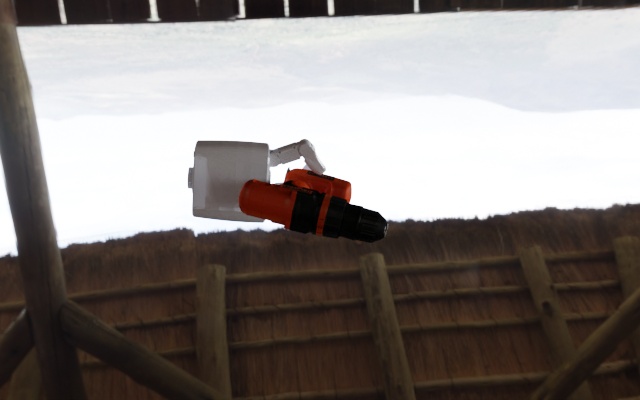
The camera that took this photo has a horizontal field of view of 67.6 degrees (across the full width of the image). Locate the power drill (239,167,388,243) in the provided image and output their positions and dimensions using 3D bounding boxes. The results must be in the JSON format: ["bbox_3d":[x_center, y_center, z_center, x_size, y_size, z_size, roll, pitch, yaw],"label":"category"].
[{"bbox_3d":[0.000,0.002,0.647,0.184,0.057,0.187,15,10,5],"label":"power drill"}]
